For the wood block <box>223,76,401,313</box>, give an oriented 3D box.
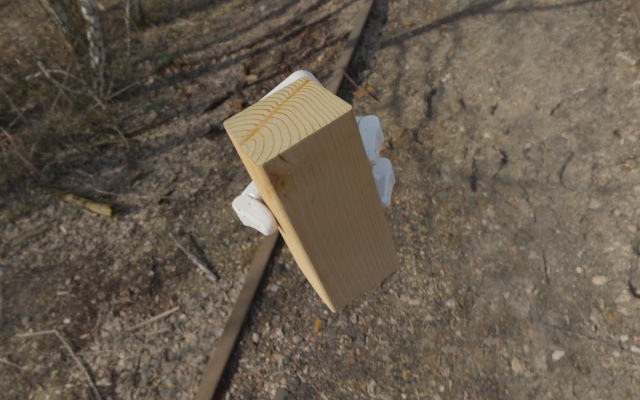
[{"bbox_3d":[0.000,0.001,0.463,0.091,0.206,0.090,-32,42,-10],"label":"wood block"}]
